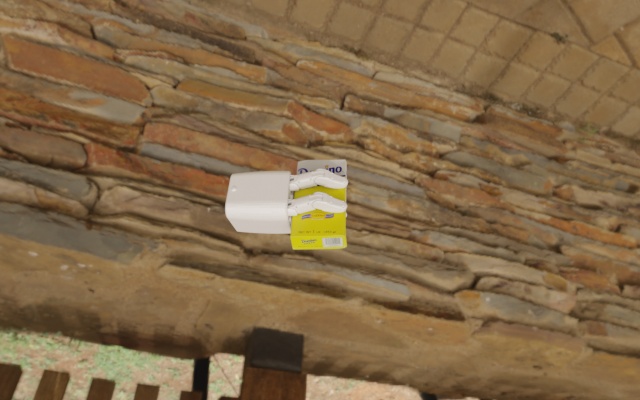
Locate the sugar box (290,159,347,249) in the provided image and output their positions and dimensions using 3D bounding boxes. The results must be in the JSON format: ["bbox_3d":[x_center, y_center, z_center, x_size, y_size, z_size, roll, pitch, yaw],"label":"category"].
[{"bbox_3d":[0.000,0.003,0.845,0.093,0.176,0.048,-1,-37,4],"label":"sugar box"}]
